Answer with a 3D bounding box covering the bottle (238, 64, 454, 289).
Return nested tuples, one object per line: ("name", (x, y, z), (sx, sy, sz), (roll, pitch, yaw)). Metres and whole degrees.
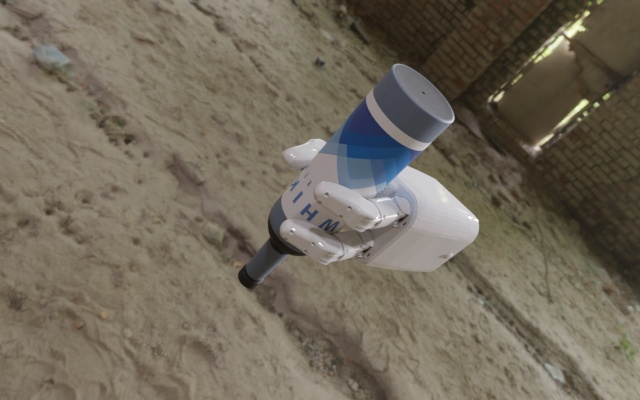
("bottle", (0.000, 0.001, 0.467), (0.069, 0.069, 0.296), (0, -37, -45))
